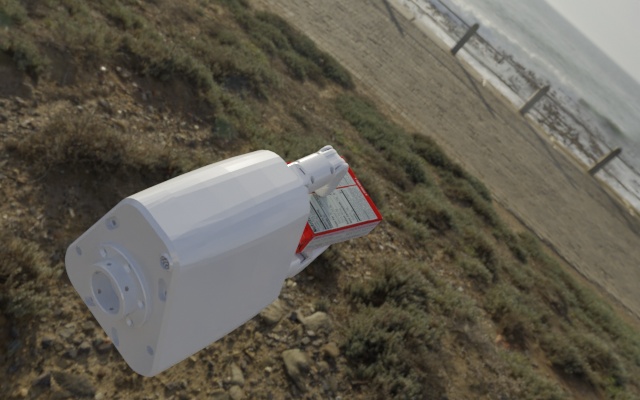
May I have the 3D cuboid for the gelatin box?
[{"bbox_3d":[0.001,0.001,0.409,0.089,0.073,0.030,-11,-29,-42],"label":"gelatin box"}]
